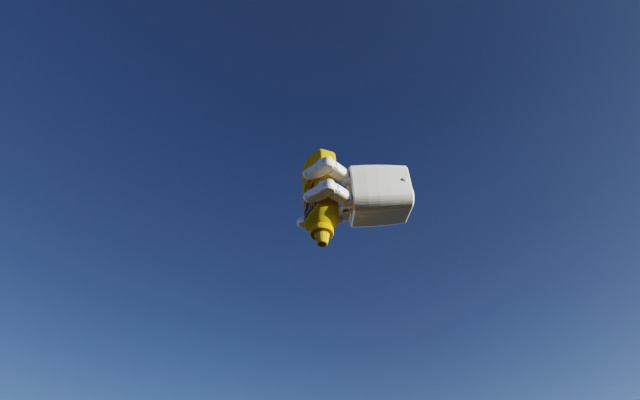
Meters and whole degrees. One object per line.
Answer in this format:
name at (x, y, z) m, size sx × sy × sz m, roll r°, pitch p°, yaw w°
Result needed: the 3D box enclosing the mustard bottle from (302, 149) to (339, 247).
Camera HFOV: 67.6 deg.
mustard bottle at (0.000, 0.003, 0.872) m, size 0.058 × 0.191 × 0.096 m, roll 15°, pitch -44°, yaw -20°
